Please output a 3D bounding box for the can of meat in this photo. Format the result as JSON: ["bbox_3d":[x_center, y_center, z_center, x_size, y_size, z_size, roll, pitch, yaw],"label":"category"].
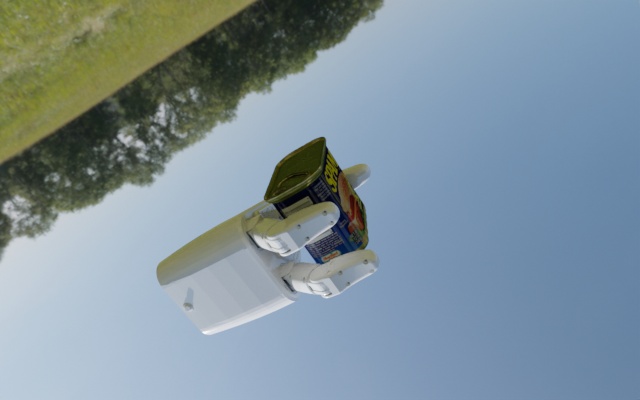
[{"bbox_3d":[0.000,0.002,0.435,0.057,0.084,0.102,-28,21,16],"label":"can of meat"}]
